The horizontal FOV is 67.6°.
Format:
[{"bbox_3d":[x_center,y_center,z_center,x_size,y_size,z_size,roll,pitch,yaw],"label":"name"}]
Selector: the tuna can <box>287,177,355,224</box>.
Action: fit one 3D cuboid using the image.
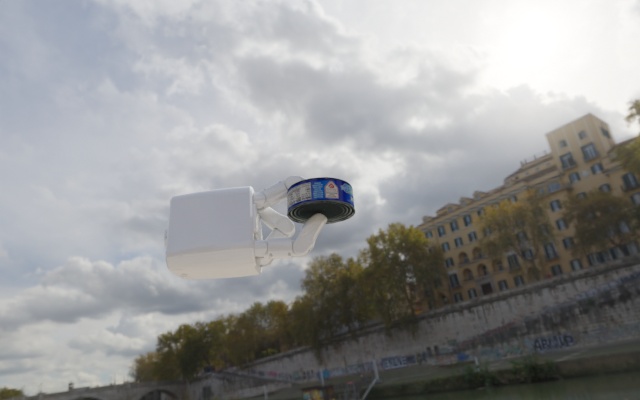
[{"bbox_3d":[0.000,0.001,0.603,0.086,0.033,0.086,-3,-21,-1],"label":"tuna can"}]
